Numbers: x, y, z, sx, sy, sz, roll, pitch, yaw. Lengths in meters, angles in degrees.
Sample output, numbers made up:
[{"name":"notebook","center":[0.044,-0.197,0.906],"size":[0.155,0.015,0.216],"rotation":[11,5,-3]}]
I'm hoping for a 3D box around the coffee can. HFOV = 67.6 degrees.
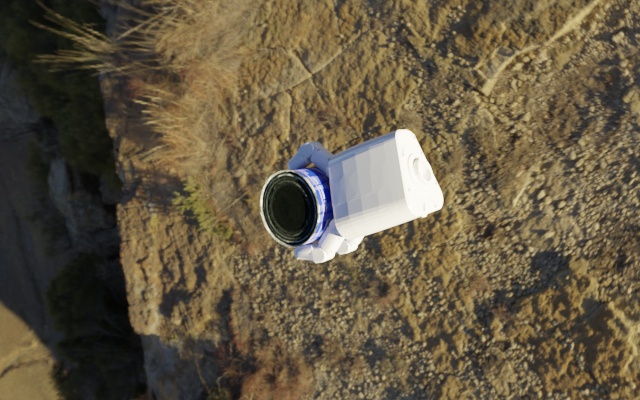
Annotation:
[{"name":"coffee can","center":[0.000,0.002,0.671],"size":[0.103,0.103,0.140],"rotation":[0,7,38]}]
